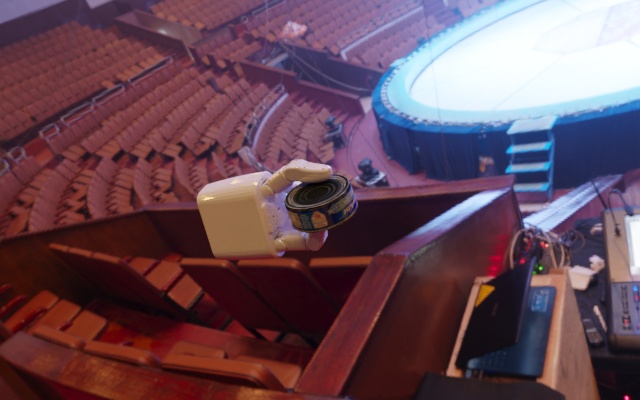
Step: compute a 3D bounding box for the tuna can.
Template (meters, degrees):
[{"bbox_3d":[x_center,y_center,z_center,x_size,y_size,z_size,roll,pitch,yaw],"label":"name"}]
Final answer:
[{"bbox_3d":[0.000,0.001,0.584,0.086,0.034,0.086,-15,26,8],"label":"tuna can"}]
